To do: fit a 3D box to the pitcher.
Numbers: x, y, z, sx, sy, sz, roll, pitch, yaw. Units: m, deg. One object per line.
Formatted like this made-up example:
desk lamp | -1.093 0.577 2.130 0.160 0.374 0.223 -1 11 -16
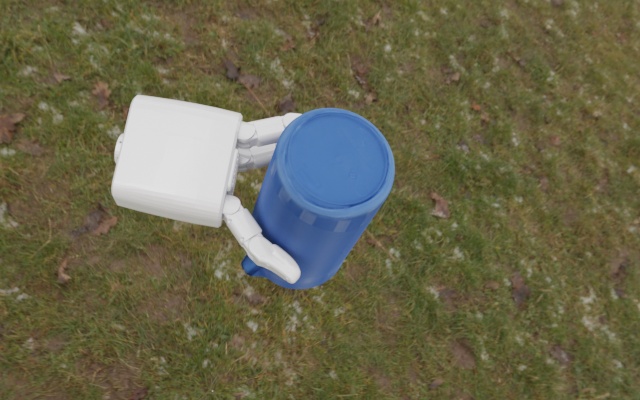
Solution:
pitcher | 0.000 0.002 0.519 0.145 0.149 0.243 14 -24 -7
